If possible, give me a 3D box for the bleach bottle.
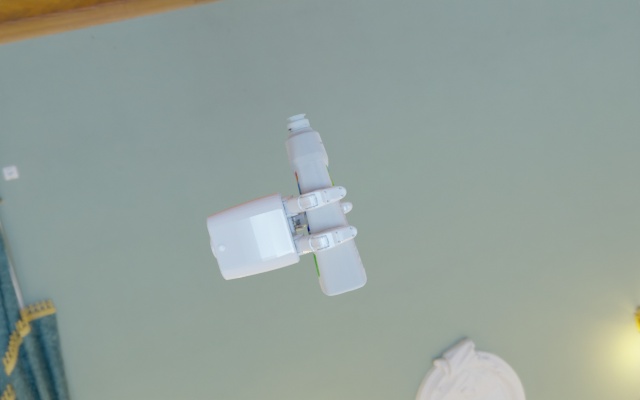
[{"bbox_3d":[0.000,0.002,0.684,0.068,0.251,0.102,-16,2,-1],"label":"bleach bottle"}]
